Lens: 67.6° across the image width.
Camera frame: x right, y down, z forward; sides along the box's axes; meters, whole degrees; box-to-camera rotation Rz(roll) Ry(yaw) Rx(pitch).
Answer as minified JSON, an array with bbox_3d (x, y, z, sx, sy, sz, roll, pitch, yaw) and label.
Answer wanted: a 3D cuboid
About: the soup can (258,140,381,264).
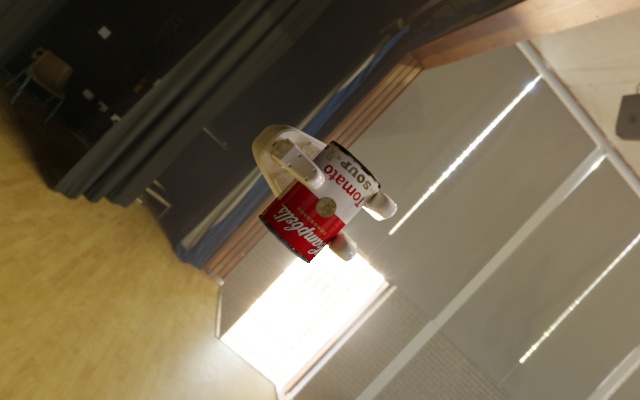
[{"bbox_3d":[0.000,0.001,0.458,0.068,0.102,0.068,44,0,0],"label":"soup can"}]
